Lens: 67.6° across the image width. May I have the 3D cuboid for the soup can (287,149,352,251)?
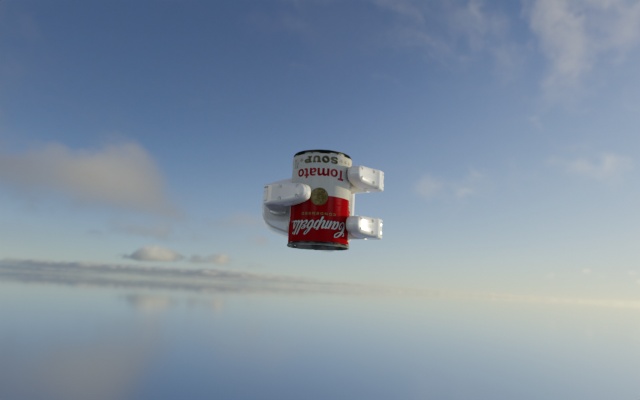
[{"bbox_3d":[0.000,0.001,0.526,0.068,0.102,0.068,3,-10,1],"label":"soup can"}]
